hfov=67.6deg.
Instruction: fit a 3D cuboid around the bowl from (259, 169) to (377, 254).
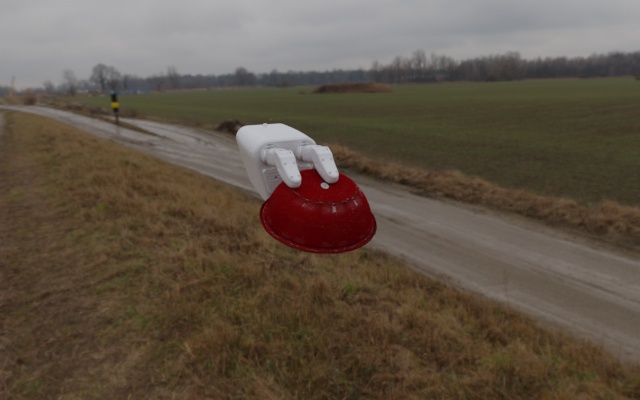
[{"bbox_3d":[0.001,0.002,0.641,0.162,0.055,0.162,6,31,-4],"label":"bowl"}]
